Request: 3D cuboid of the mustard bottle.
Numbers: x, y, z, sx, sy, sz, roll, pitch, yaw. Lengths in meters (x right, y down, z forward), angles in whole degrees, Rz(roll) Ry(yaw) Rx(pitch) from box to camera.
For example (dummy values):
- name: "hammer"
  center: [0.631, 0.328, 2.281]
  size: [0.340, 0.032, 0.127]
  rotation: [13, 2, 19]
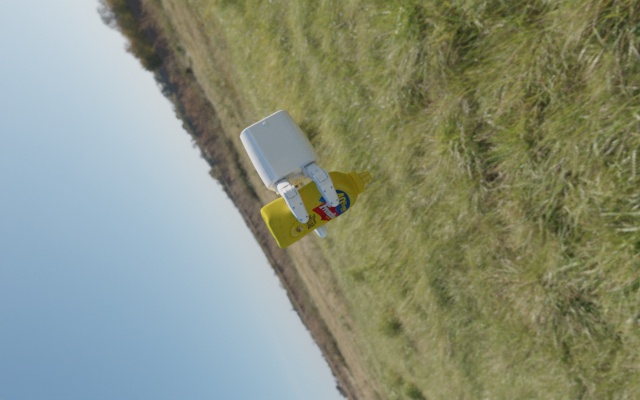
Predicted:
- name: "mustard bottle"
  center: [0.000, 0.003, 0.797]
  size: [0.191, 0.058, 0.096]
  rotation: [-30, -36, -9]
